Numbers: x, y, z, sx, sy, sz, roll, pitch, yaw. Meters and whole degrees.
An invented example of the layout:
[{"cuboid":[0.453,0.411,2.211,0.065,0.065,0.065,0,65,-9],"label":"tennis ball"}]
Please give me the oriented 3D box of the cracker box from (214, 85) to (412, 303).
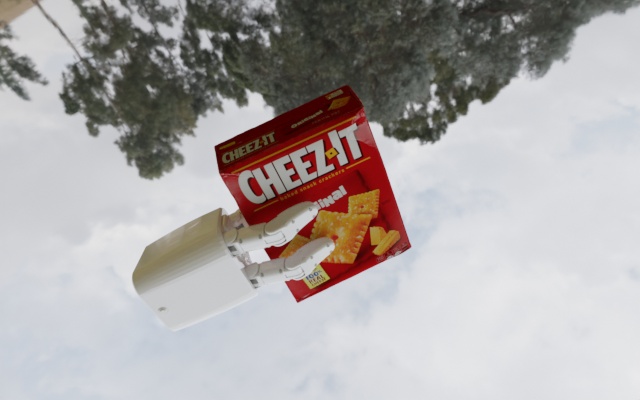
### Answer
[{"cuboid":[0.000,0.002,0.557,0.164,0.214,0.072,-25,36,0],"label":"cracker box"}]
